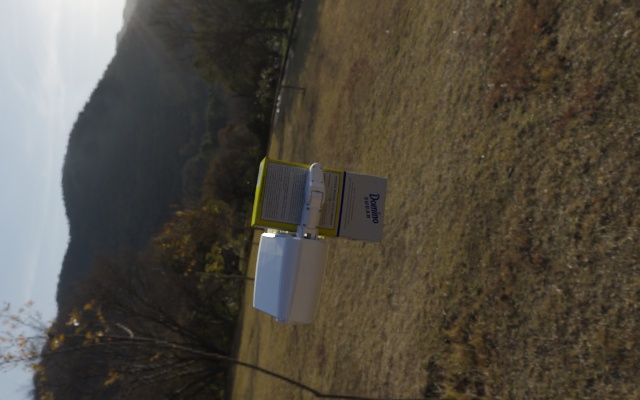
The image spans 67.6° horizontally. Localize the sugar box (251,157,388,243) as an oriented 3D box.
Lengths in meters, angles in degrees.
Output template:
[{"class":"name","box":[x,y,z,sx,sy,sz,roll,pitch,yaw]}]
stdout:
[{"class":"sugar box","box":[0.000,0.002,0.657,0.176,0.093,0.048,10,-9,-15]}]
